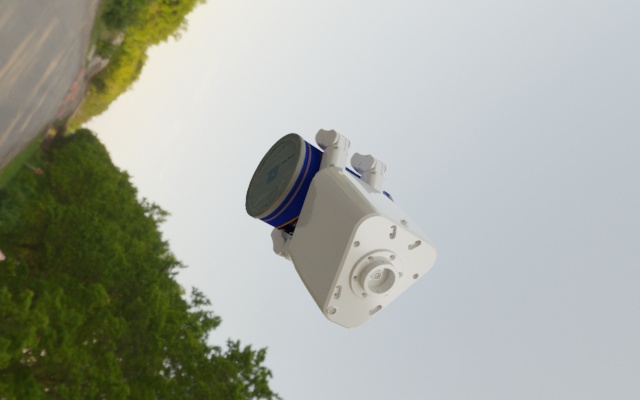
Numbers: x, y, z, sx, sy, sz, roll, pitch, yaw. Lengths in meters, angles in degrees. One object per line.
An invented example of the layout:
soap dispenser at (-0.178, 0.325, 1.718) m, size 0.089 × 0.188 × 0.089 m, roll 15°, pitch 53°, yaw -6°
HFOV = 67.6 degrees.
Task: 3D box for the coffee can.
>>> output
coffee can at (0.000, 0.002, 0.548) m, size 0.140 × 0.102 × 0.103 m, roll 30°, pitch -15°, yaw -28°
